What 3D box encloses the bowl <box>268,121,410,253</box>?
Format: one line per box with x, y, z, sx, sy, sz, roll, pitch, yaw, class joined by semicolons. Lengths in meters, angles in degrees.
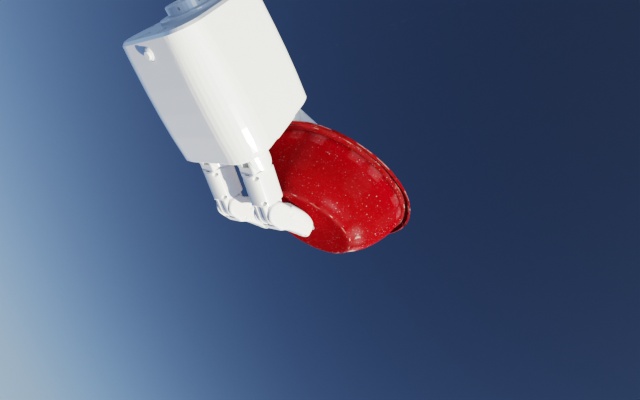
0.001;0.003;0.454;0.162;0.055;0.162;26;-26;14;bowl
